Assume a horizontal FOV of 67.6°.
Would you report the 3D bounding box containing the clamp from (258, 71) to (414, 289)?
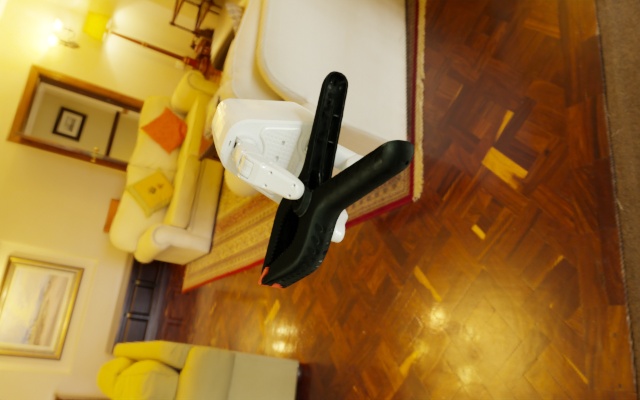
[{"bbox_3d":[-0.001,0.002,0.420,0.036,0.210,0.164,16,19,-26],"label":"clamp"}]
